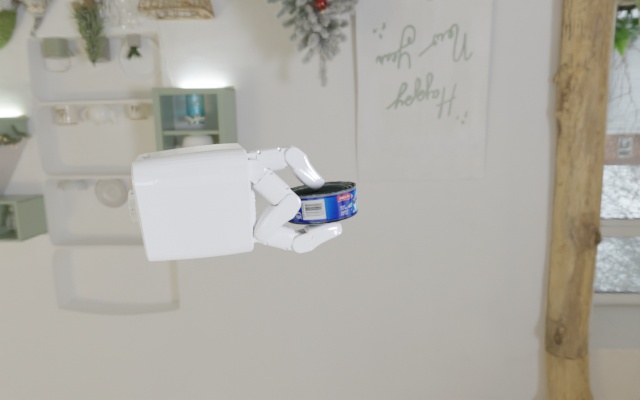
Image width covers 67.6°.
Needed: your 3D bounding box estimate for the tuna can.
[{"bbox_3d":[0.000,0.002,0.549,0.086,0.034,0.086,-6,11,1],"label":"tuna can"}]
